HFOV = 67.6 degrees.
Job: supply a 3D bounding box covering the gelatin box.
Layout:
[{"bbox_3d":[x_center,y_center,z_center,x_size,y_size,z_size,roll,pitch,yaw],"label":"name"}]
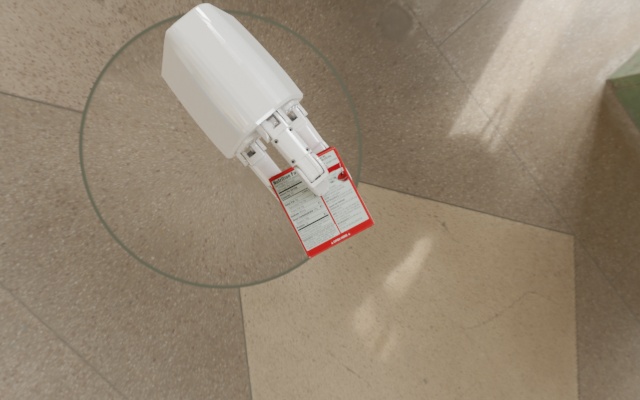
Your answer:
[{"bbox_3d":[0.000,0.002,0.474,0.073,0.089,0.030,-28,1,-5],"label":"gelatin box"}]
